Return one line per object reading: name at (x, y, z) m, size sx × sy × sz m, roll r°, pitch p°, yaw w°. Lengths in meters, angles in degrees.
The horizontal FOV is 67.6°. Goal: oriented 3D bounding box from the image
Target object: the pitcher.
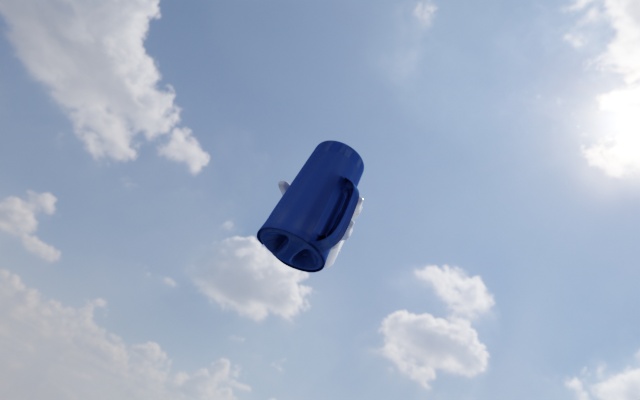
pitcher at (0.000, 0.003, 0.895) m, size 0.149 × 0.242 × 0.145 m, roll 22°, pitch -31°, yaw 10°
